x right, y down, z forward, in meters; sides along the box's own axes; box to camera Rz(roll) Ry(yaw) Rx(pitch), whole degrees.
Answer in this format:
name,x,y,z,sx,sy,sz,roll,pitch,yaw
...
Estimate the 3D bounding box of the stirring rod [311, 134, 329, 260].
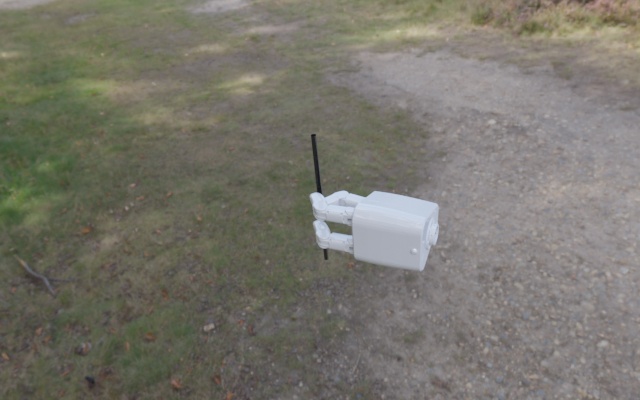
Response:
name,x,y,z,sx,sy,sz,roll,pitch,yaw
stirring rod,0.000,0.003,0.778,0.011,0.240,0.011,-4,33,3
